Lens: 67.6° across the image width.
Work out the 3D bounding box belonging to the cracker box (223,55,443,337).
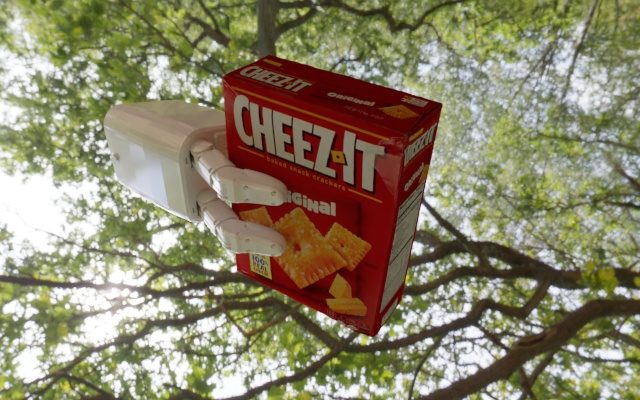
[{"bbox_3d":[0.000,0.001,0.422,0.164,0.214,0.072,22,41,24],"label":"cracker box"}]
